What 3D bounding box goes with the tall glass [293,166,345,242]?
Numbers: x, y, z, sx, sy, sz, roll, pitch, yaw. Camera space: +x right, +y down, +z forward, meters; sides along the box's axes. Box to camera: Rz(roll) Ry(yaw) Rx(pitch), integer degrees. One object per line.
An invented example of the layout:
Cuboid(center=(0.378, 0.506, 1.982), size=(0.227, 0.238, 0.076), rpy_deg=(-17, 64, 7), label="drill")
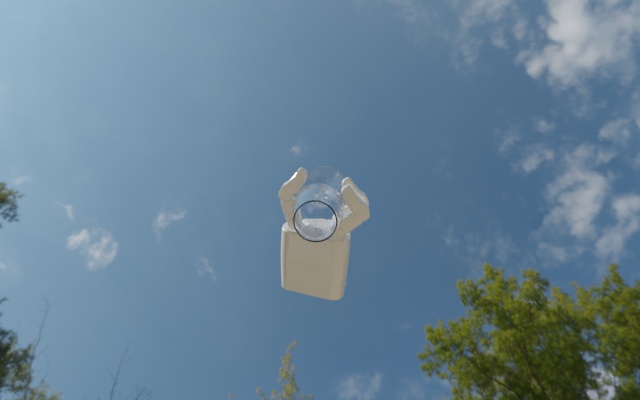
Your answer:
Cuboid(center=(0.000, 0.002, 0.755), size=(0.079, 0.079, 0.201), rpy_deg=(0, 16, 5), label="tall glass")
